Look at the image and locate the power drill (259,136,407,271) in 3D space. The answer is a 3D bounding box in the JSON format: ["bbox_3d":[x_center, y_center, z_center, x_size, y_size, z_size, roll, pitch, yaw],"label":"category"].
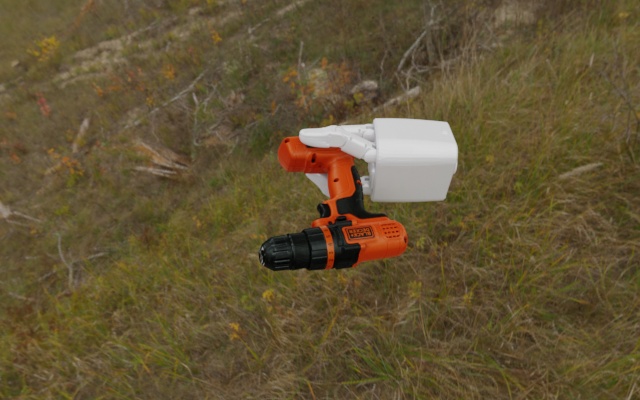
[{"bbox_3d":[0.000,0.002,0.611,0.184,0.187,0.057,-4,-34,-19],"label":"power drill"}]
